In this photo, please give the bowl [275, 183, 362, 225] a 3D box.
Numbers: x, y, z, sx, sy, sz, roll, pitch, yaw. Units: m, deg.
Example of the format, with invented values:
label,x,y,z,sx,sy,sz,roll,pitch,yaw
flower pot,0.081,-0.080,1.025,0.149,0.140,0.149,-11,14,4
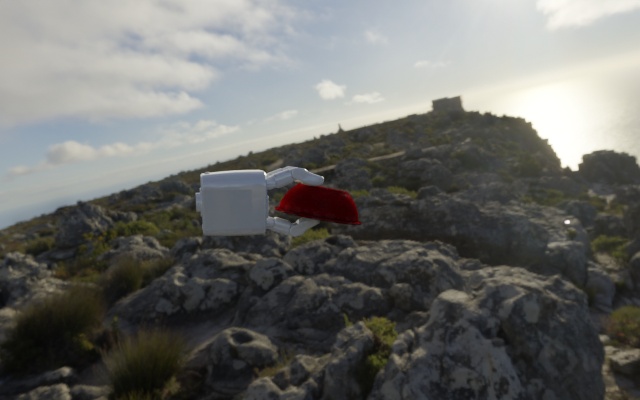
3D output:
label,x,y,z,sx,sy,sz,roll,pitch,yaw
bowl,0.001,0.003,0.867,0.162,0.055,0.162,11,2,0
